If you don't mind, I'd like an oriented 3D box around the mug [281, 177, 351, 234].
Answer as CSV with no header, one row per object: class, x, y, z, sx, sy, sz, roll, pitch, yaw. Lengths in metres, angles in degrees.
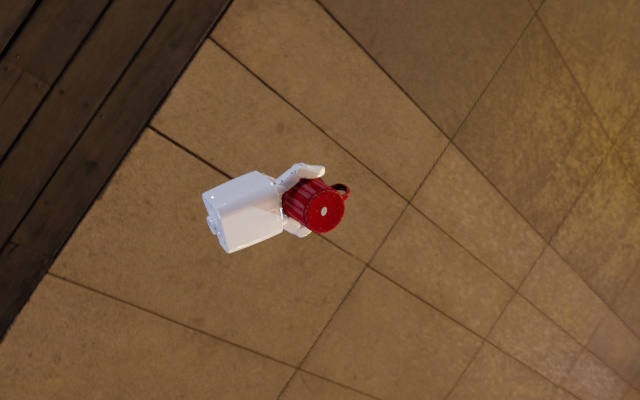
mug,0.001,0.002,0.839,0.117,0.093,0.081,-24,29,-21
